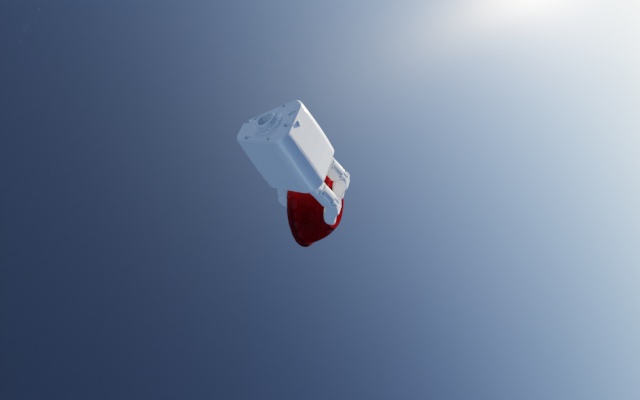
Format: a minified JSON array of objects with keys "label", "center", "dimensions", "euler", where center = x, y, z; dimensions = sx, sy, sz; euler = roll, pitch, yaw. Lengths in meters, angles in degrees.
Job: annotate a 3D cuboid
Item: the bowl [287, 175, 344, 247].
[{"label":"bowl","center":[0.001,0.003,0.839],"dimensions":[0.055,0.162,0.162],"euler":[2,1,22]}]
